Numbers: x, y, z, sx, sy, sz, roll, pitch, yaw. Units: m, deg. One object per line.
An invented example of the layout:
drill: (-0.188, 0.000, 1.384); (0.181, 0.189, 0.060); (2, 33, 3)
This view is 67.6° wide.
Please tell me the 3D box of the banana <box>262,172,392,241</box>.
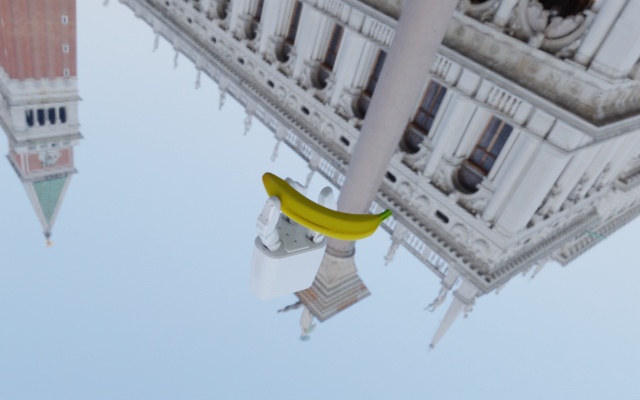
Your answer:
banana: (-0.002, 0.014, 0.676); (0.198, 0.037, 0.069); (19, 40, 8)
